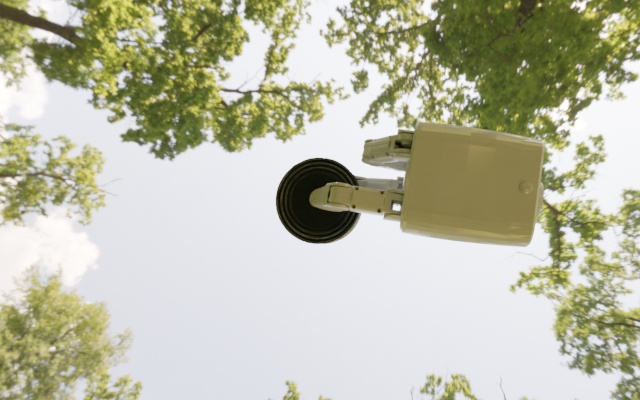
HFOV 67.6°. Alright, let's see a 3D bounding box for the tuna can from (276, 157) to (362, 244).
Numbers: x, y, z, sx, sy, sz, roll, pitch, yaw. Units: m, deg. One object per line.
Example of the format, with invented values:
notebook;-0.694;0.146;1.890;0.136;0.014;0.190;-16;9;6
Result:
tuna can;0.000;0.002;0.484;0.086;0.086;0.034;0;-7;9
